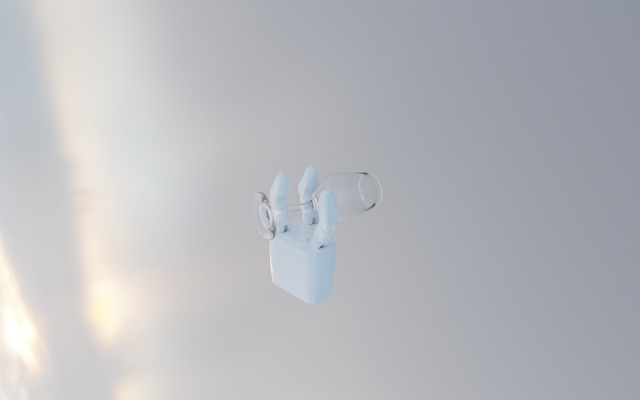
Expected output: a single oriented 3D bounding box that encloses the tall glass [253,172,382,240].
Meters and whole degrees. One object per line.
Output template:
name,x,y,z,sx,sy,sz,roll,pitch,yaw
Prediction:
tall glass,0.000,0.003,0.754,0.201,0.079,0.079,-14,7,-30
